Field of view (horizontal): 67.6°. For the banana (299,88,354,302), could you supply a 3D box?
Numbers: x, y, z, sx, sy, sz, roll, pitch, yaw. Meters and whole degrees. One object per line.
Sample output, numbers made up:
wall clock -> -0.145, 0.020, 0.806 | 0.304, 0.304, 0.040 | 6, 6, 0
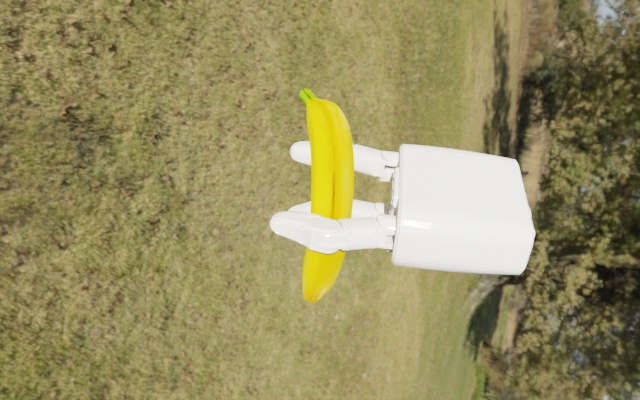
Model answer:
banana -> 0.005, 0.000, 0.417 | 0.037, 0.198, 0.069 | -1, 5, -15
